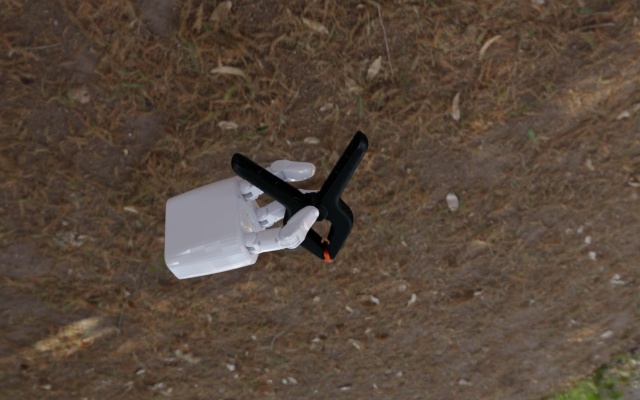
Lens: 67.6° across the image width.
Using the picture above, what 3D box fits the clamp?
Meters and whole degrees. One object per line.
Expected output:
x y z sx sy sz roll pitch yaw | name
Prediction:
0.000 0.003 0.619 0.164 0.210 0.036 -14 42 12 | clamp
